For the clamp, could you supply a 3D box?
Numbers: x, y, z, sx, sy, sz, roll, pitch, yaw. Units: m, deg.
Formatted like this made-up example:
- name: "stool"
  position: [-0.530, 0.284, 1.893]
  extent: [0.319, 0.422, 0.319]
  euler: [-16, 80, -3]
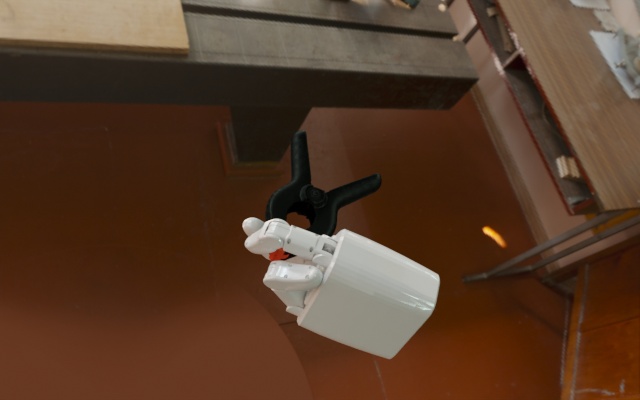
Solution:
- name: "clamp"
  position: [0.000, 0.001, 0.534]
  extent: [0.120, 0.171, 0.039]
  euler: [20, -34, 2]
